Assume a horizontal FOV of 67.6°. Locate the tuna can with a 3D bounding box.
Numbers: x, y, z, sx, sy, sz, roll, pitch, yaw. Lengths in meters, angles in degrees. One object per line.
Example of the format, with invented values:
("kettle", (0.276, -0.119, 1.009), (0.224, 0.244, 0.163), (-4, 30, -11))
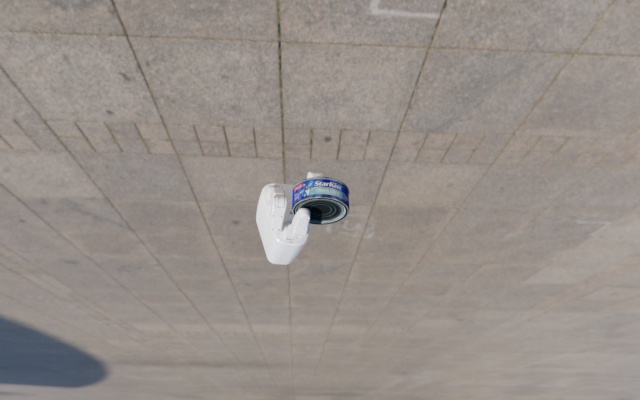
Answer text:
("tuna can", (0.000, 0.003, 0.701), (0.086, 0.033, 0.086), (0, -30, 0))
